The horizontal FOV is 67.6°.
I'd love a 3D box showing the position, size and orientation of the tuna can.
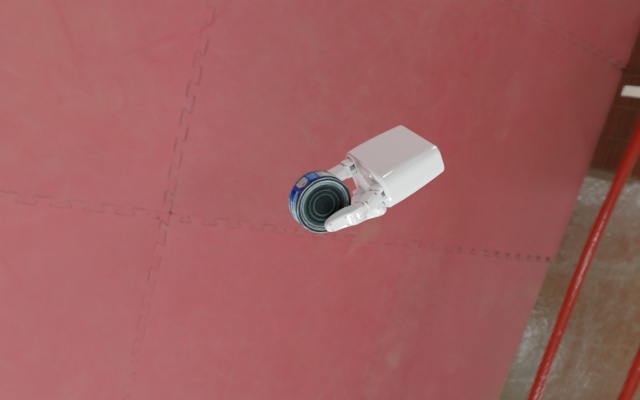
[{"bbox_3d":[0.000,0.002,0.678,0.086,0.086,0.033,0,19,-24],"label":"tuna can"}]
